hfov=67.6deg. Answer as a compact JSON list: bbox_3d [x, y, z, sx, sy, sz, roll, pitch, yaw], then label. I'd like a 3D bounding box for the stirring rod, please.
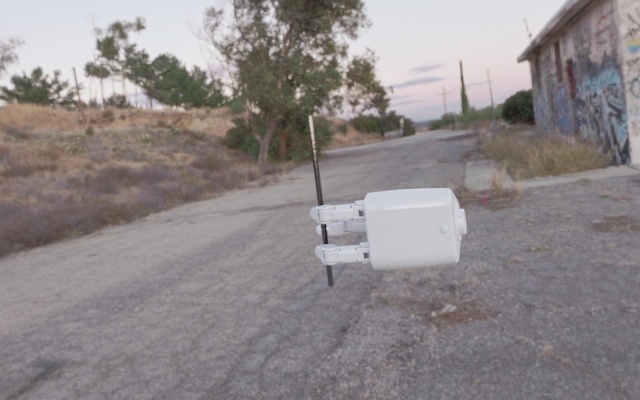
[{"bbox_3d":[0.000,0.002,0.669,0.011,0.239,0.011,-7,4,1],"label":"stirring rod"}]
